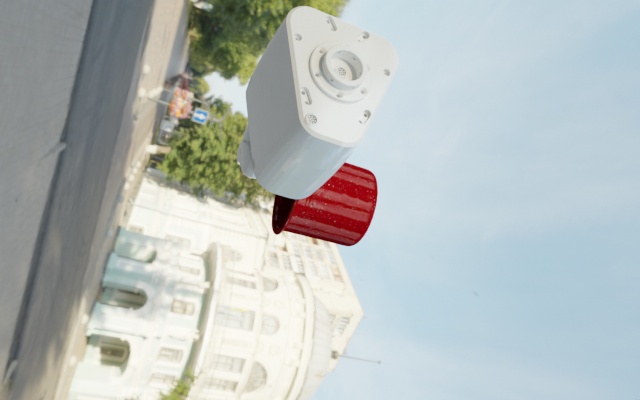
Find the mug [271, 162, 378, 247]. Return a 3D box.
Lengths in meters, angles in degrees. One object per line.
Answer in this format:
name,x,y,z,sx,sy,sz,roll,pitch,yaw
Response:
mug,0.000,0.002,0.487,0.081,0.093,0.117,16,-21,-17
